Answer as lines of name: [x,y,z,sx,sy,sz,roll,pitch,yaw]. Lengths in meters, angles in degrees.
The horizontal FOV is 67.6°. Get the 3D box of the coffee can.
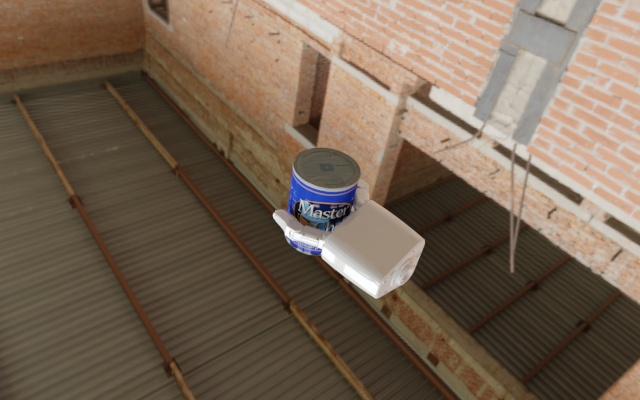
coffee can: [0.000,0.002,0.756,0.103,0.140,0.102,6,40,-5]
